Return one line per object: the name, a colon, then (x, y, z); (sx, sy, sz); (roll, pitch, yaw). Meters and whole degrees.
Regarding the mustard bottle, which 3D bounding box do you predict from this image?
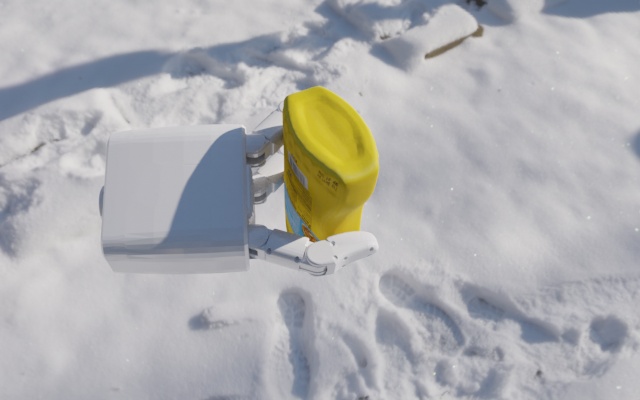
mustard bottle: (0.000, 0.001, 0.421); (0.058, 0.096, 0.192); (-23, -30, -19)
